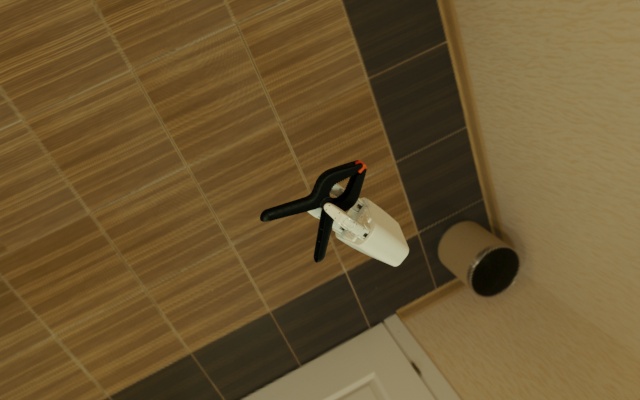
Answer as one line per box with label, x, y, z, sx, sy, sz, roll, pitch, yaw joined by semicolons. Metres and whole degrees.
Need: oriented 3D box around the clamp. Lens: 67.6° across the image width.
clamp;0.001;0.003;0.883;0.165;0.210;0.036;33;9;-33
